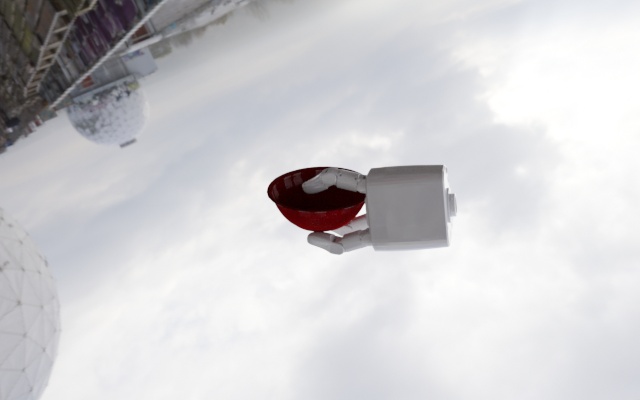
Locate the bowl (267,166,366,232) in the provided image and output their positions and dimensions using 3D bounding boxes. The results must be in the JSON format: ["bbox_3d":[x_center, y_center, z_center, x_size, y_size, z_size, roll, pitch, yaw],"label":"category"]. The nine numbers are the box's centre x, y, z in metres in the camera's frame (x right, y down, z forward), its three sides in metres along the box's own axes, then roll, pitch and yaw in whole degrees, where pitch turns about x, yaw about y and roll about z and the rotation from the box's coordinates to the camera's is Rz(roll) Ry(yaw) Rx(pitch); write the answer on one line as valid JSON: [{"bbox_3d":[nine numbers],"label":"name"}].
[{"bbox_3d":[-0.001,0.003,0.733,0.162,0.055,0.162,-1,27,1],"label":"bowl"}]
